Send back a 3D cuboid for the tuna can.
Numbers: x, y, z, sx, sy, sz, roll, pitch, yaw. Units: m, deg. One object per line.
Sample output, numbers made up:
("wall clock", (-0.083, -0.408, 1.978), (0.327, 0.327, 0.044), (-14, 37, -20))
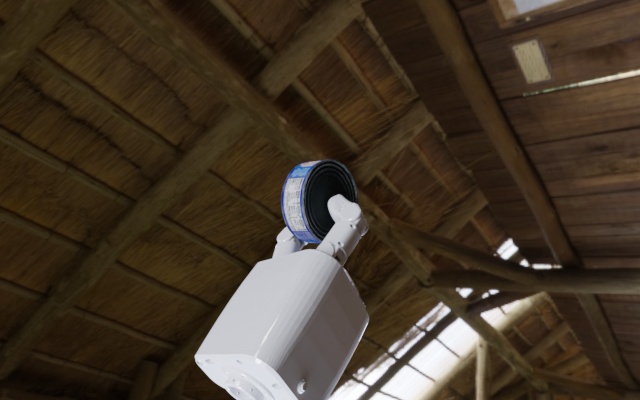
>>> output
("tuna can", (0.000, 0.002, 0.489), (0.034, 0.086, 0.086), (-2, -1, 41))
